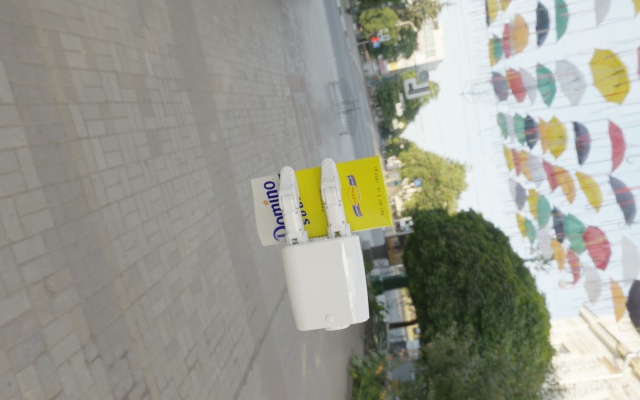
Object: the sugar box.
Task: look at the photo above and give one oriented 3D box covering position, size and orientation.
[{"bbox_3d":[0.000,0.002,0.633,0.176,0.093,0.048,-10,-5,9],"label":"sugar box"}]
